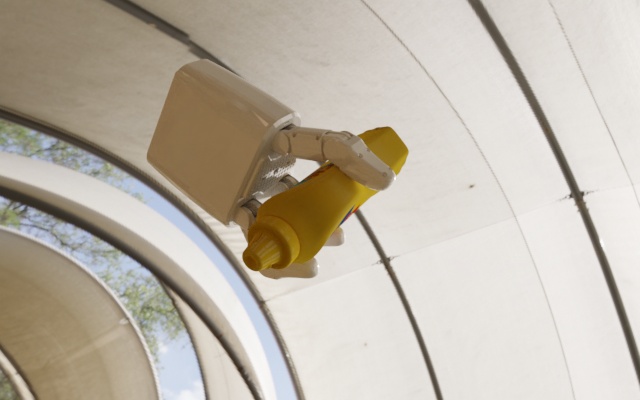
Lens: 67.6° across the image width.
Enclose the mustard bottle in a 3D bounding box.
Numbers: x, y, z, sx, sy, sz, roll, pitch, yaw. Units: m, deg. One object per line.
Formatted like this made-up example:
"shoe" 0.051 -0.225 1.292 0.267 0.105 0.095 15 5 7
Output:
"mustard bottle" 0.000 0.001 0.407 0.096 0.058 0.191 -35 3 42
